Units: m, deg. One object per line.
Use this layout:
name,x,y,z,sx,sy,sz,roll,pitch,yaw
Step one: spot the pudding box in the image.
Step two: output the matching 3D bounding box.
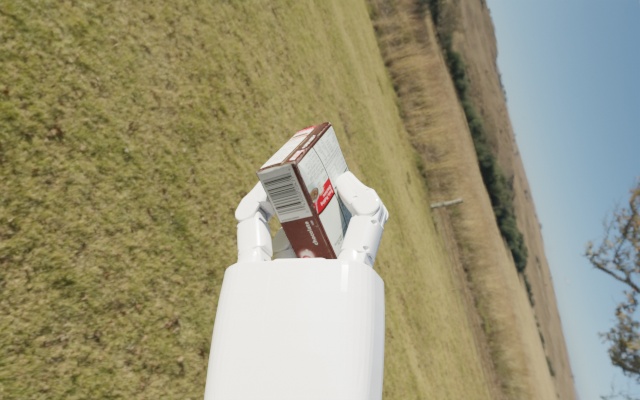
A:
pudding box,0.000,0.001,0.411,0.039,0.113,0.090,-11,24,26
